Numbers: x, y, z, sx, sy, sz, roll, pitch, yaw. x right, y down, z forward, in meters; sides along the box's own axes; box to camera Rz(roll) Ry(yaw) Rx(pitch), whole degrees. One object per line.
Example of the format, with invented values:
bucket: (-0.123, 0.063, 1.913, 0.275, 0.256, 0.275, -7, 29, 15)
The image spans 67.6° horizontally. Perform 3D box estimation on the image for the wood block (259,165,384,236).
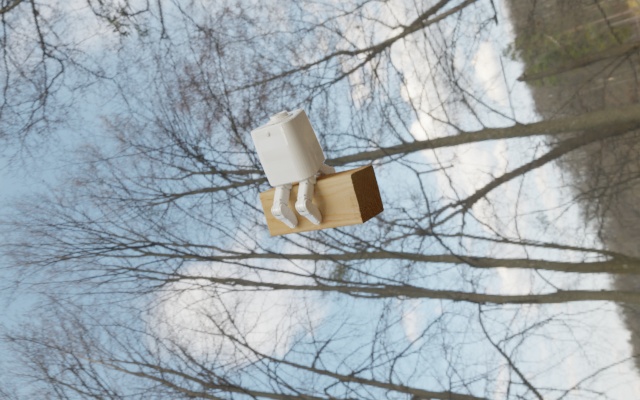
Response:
wood block: (0.000, 0.002, 0.890, 0.206, 0.090, 0.091, -10, 9, 34)
